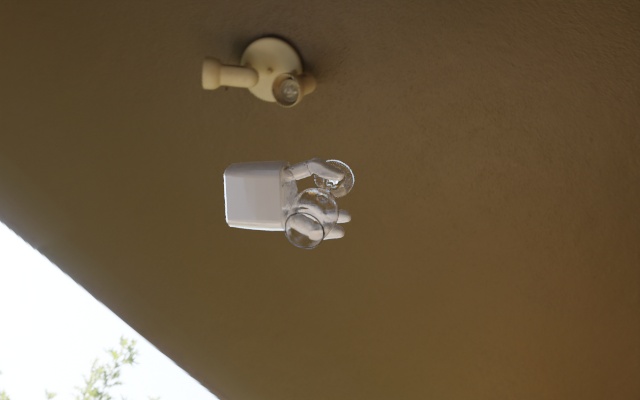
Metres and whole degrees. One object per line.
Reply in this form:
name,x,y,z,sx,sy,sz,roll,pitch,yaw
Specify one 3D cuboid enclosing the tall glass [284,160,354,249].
tall glass,0.000,0.002,0.794,0.079,0.079,0.201,0,25,16
